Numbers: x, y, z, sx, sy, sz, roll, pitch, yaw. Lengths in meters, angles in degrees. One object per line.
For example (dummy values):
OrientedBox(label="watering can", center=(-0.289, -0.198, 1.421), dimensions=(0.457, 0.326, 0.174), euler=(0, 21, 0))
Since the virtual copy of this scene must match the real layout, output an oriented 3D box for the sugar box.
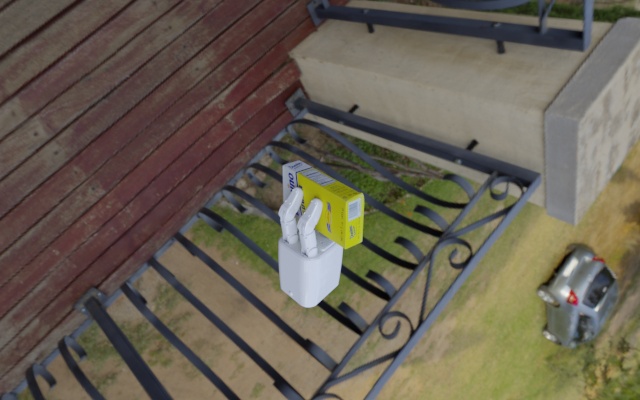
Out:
OrientedBox(label="sugar box", center=(0.000, 0.003, 0.826), dimensions=(0.048, 0.093, 0.176), euler=(-22, 35, -36))
